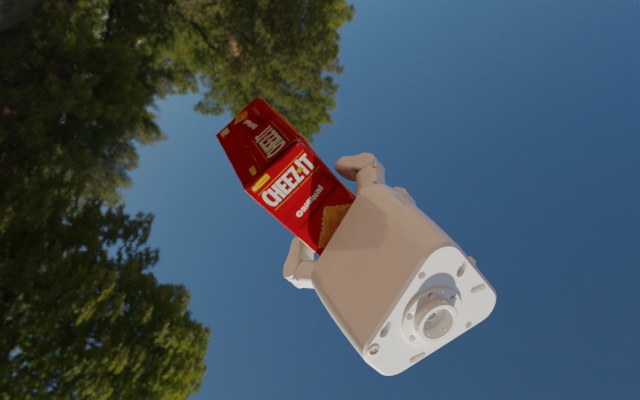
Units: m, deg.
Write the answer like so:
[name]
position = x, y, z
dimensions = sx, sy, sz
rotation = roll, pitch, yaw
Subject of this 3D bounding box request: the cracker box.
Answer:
[cracker box]
position = 0.000, 0.002, 0.504
dimensions = 0.214, 0.072, 0.164
rotation = 45, 2, -31
